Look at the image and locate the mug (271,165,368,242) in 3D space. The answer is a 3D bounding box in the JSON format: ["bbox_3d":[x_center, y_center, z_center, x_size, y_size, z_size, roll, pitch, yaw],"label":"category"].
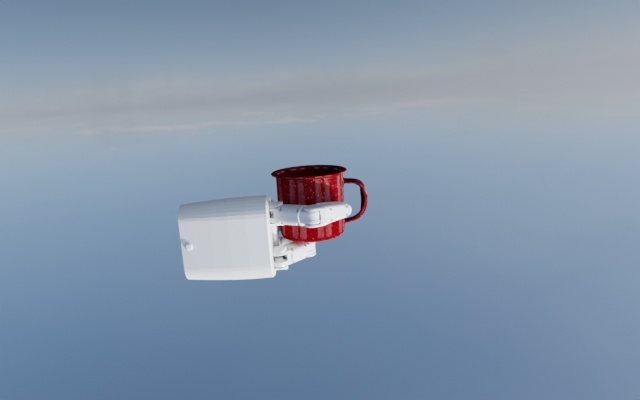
[{"bbox_3d":[0.002,0.002,0.593,0.117,0.081,0.093,-3,13,1],"label":"mug"}]
